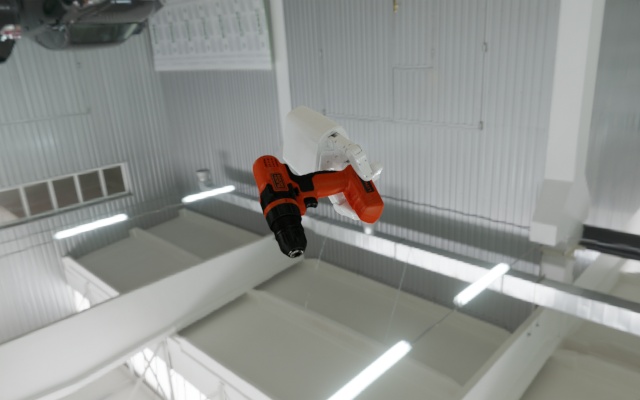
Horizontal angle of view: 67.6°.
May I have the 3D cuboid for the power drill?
[{"bbox_3d":[0.000,0.002,0.737,0.187,0.184,0.057,-2,-39,-27],"label":"power drill"}]
